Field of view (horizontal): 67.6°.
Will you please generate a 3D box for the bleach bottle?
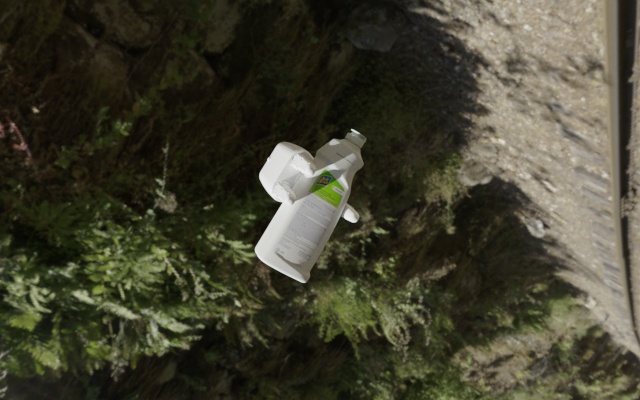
[{"bbox_3d":[0.000,0.003,0.774,0.102,0.251,0.068,32,3,-25],"label":"bleach bottle"}]
